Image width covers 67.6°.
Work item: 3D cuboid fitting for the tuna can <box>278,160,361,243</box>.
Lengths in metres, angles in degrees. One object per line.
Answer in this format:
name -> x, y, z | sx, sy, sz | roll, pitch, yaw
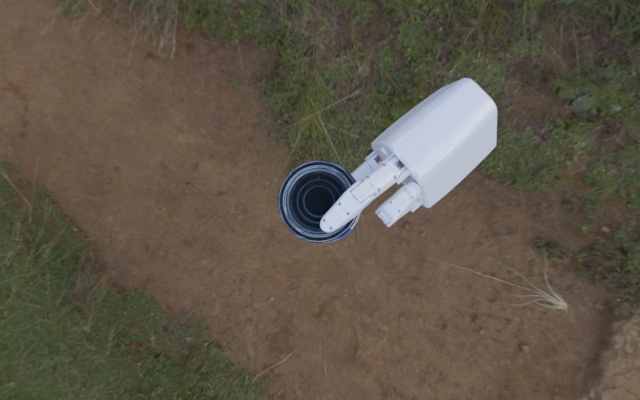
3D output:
tuna can -> 0.000, 0.002, 0.496 | 0.086, 0.086, 0.034 | 0, -3, 8
